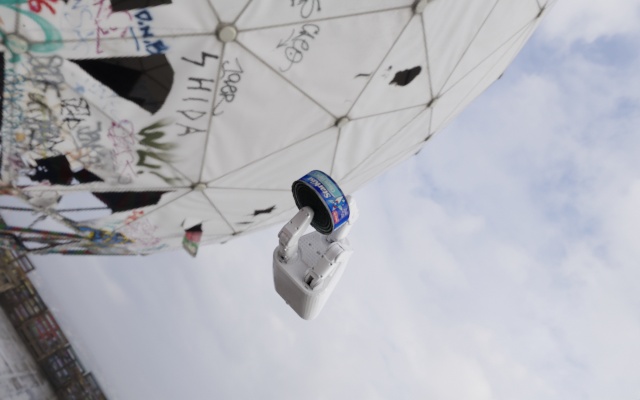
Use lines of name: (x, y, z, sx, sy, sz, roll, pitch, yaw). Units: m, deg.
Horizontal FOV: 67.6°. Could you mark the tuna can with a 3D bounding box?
tuna can: (0.001, 0.002, 0.643, 0.033, 0.086, 0.086, -35, 15, -24)
